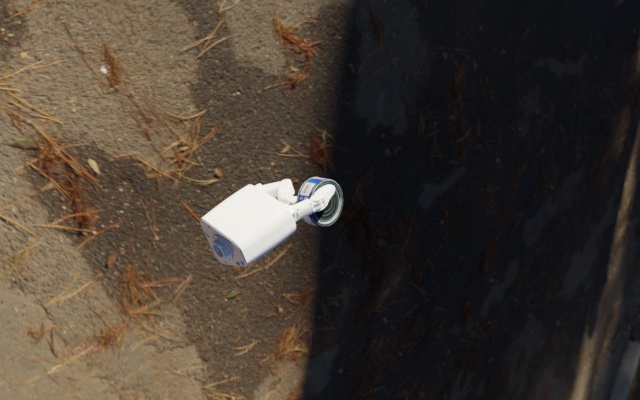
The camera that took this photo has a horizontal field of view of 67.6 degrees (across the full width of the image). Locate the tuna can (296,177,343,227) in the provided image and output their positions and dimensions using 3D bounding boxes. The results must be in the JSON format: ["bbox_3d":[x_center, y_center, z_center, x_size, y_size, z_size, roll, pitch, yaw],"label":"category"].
[{"bbox_3d":[0.001,0.003,0.836,0.034,0.086,0.086,10,7,44],"label":"tuna can"}]
